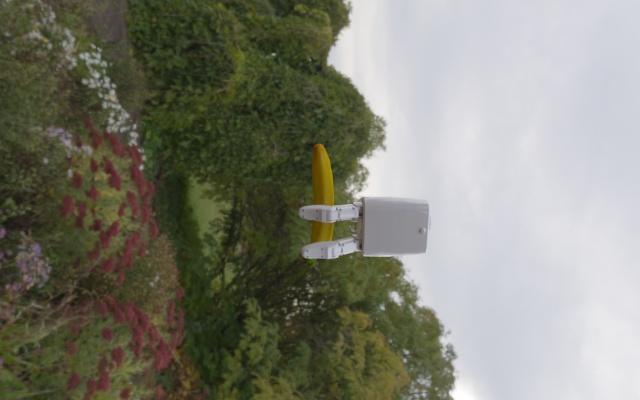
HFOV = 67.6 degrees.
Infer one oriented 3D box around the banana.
[{"bbox_3d":[0.003,0.008,0.798,0.037,0.198,0.069,1,-5,8],"label":"banana"}]
